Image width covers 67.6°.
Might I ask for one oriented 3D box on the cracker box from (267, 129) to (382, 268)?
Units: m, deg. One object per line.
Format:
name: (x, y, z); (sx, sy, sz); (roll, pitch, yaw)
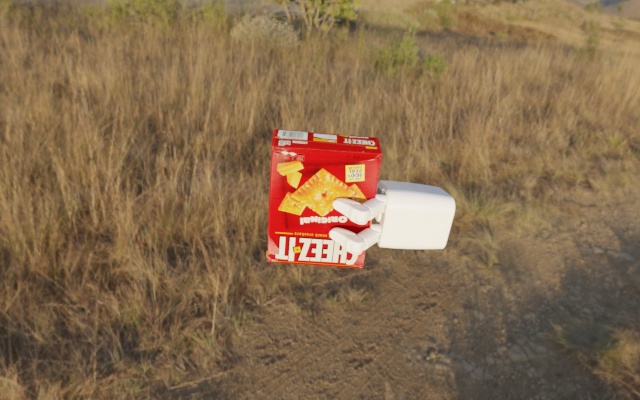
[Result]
cracker box: (0.000, 0.002, 0.759); (0.164, 0.214, 0.072); (4, 30, -3)
